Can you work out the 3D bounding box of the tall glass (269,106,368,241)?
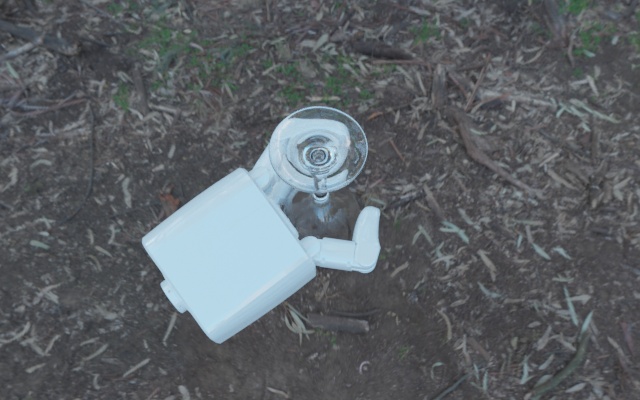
[{"bbox_3d":[0.000,0.001,0.446,0.079,0.079,0.201,0,-24,2],"label":"tall glass"}]
